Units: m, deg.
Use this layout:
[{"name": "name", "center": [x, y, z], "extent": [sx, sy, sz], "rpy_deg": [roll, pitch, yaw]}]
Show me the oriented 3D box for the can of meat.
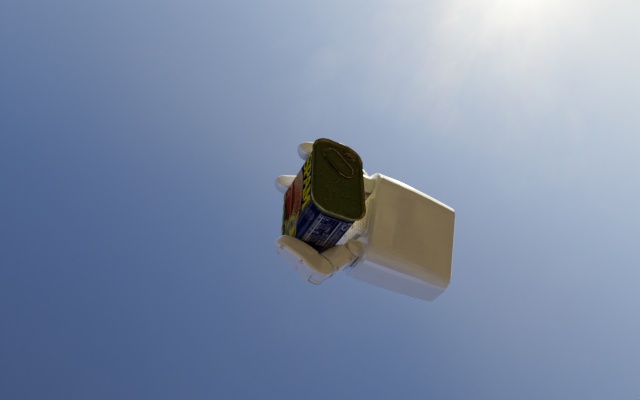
[{"name": "can of meat", "center": [0.000, 0.002, 0.491], "extent": [0.057, 0.102, 0.084], "rpy_deg": [19, -46, -18]}]
